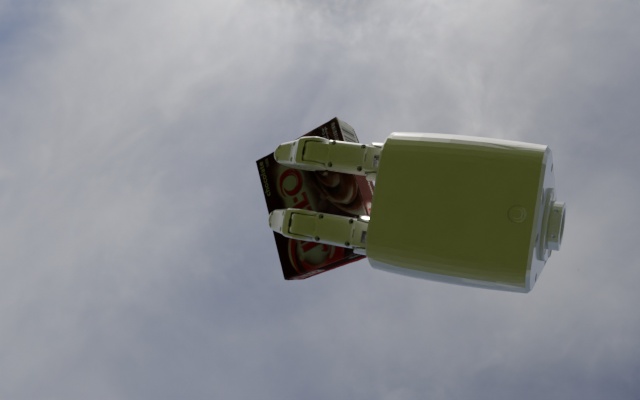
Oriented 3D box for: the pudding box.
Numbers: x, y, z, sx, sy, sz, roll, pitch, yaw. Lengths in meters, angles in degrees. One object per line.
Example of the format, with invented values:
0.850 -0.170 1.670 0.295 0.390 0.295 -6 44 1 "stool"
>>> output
0.000 0.001 0.402 0.090 0.113 0.039 -24 -20 28 "pudding box"
